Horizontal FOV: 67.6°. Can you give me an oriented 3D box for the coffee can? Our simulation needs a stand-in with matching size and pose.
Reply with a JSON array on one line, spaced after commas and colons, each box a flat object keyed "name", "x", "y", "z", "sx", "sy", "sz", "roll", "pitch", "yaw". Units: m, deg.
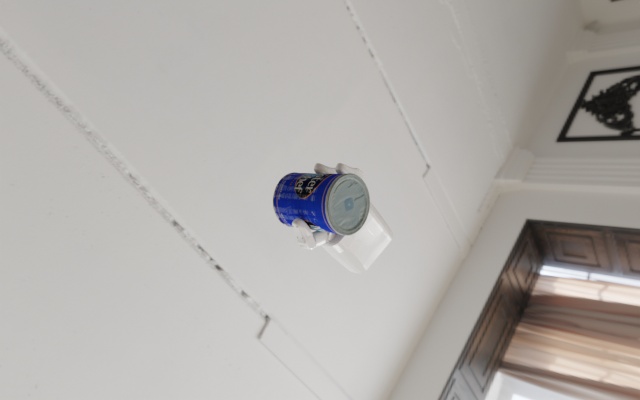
[{"name": "coffee can", "x": 0.000, "y": 0.003, "z": 0.832, "sx": 0.103, "sy": 0.103, "sz": 0.140, "roll": 0, "pitch": 3, "yaw": -44}]
